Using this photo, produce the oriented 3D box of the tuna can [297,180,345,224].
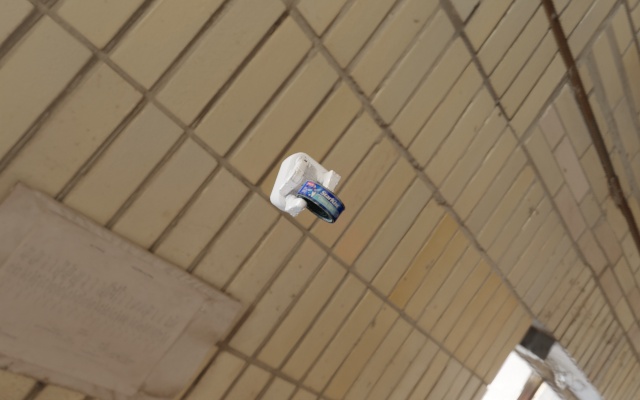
[{"bbox_3d":[0.000,0.003,0.848,0.086,0.033,0.086,35,-14,10],"label":"tuna can"}]
